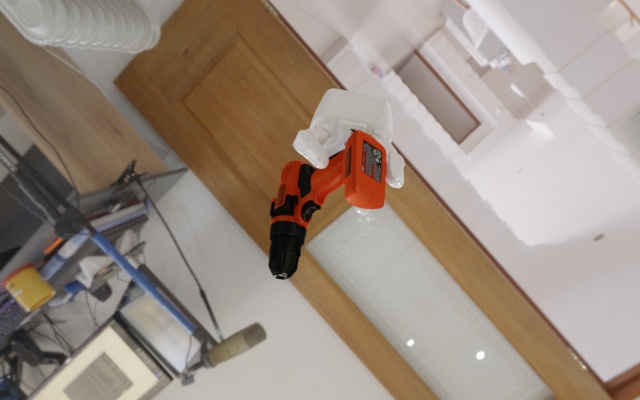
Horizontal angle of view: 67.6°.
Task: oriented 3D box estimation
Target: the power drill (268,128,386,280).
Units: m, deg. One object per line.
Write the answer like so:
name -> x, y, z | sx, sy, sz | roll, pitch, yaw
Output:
power drill -> 0.000, 0.002, 0.633 | 0.057, 0.184, 0.188 | 27, -37, -34
